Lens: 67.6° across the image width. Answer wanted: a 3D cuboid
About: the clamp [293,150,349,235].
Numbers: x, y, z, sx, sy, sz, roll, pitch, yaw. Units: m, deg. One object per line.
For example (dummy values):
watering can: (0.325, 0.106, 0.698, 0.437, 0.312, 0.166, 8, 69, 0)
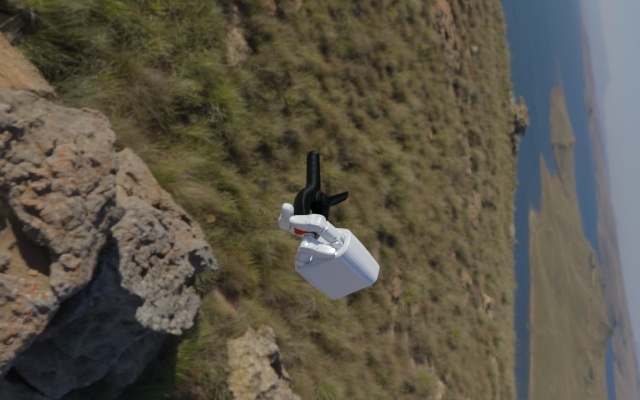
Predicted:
clamp: (0.000, 0.003, 0.869, 0.039, 0.171, 0.120, -22, -52, 42)
